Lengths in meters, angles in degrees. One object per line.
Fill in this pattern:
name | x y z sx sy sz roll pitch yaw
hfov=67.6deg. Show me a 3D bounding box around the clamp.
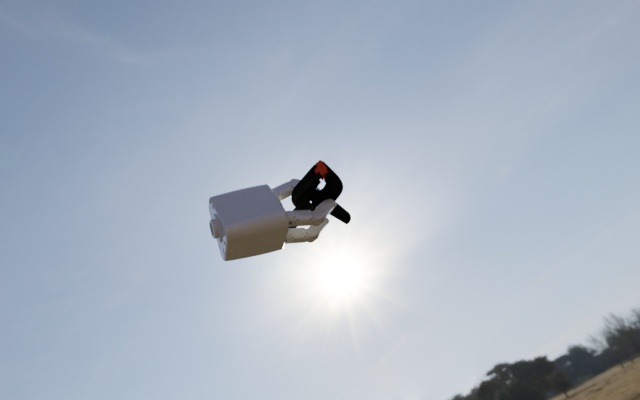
clamp | 0.000 0.002 0.863 0.164 0.036 0.210 -12 -32 -23
